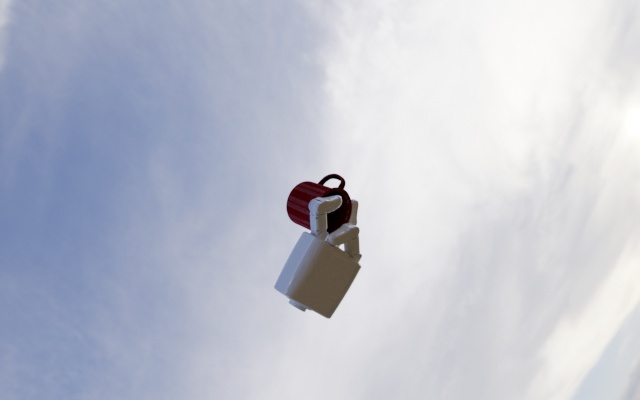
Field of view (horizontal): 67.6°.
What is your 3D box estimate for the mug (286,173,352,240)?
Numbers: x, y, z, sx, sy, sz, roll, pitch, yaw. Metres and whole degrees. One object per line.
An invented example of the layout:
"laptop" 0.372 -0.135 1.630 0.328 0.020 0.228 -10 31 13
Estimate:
"mug" 0.001 0.001 0.838 0.081 0.117 0.093 20 -13 44
